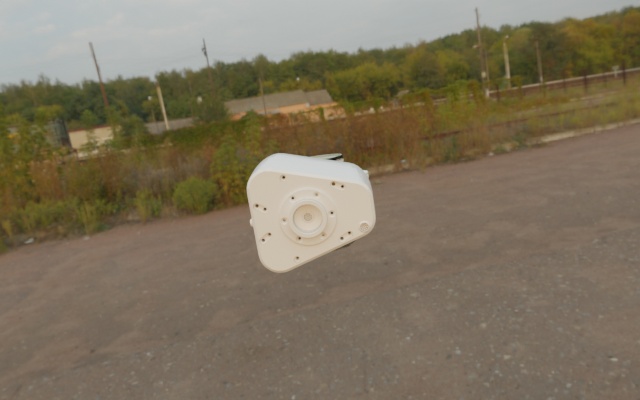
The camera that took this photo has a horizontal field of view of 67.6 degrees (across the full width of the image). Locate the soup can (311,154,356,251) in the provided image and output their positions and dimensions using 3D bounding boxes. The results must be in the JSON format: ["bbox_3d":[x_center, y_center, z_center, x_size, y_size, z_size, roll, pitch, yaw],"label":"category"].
[{"bbox_3d":[0.000,0.001,0.550,0.068,0.102,0.068,-9,10,2],"label":"soup can"}]
